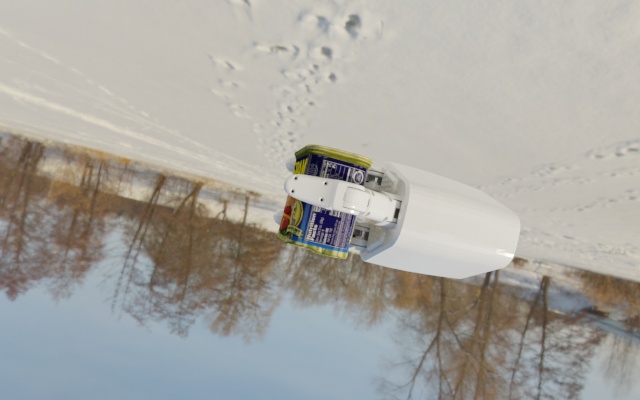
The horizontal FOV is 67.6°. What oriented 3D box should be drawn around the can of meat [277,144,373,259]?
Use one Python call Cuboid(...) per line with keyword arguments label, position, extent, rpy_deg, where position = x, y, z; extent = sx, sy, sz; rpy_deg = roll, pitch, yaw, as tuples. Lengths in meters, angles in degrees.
Cuboid(label="can of meat", position=(0.000, 0.002, 0.422), extent=(0.057, 0.084, 0.102), rpy_deg=(14, -2, -12))
